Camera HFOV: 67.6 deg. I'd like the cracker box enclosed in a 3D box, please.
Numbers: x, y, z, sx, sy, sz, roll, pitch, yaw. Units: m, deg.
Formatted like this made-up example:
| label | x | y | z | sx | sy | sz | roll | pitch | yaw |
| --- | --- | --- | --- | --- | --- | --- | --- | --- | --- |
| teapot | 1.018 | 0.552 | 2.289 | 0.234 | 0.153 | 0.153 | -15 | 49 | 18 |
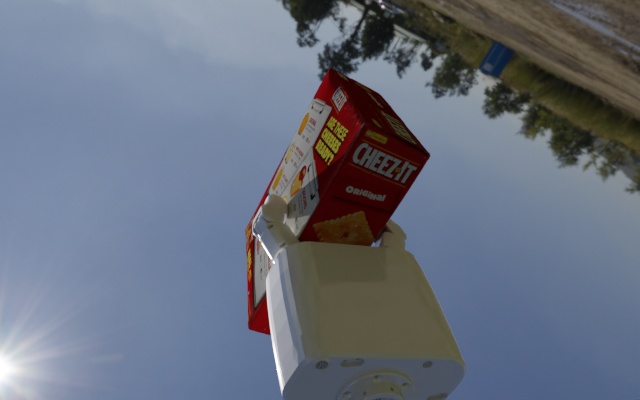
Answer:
| label | x | y | z | sx | sy | sz | roll | pitch | yaw |
| --- | --- | --- | --- | --- | --- | --- | --- | --- | --- |
| cracker box | 0.000 | 0.002 | 0.460 | 0.072 | 0.214 | 0.164 | 22 | 24 | -20 |
